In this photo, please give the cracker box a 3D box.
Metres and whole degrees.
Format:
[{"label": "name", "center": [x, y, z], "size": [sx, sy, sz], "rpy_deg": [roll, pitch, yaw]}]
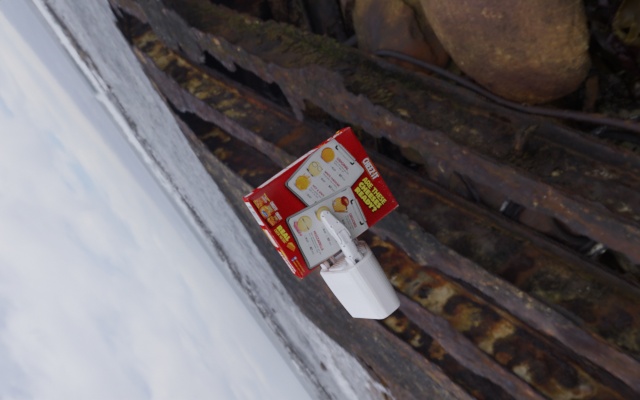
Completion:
[{"label": "cracker box", "center": [0.000, 0.003, 0.817], "size": [0.213, 0.164, 0.072], "rpy_deg": [-36, 12, -14]}]
